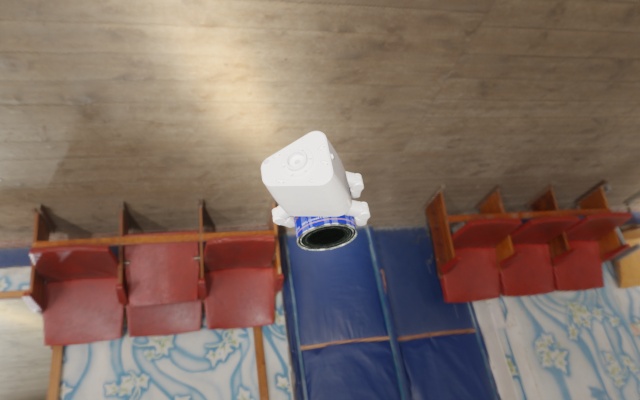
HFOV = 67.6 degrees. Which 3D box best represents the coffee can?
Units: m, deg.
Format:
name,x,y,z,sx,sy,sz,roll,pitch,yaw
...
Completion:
name,x,y,z,sx,sy,sz,roll,pitch,yaw
coffee can,0.000,0.003,0.824,0.103,0.140,0.103,-8,-28,-4
